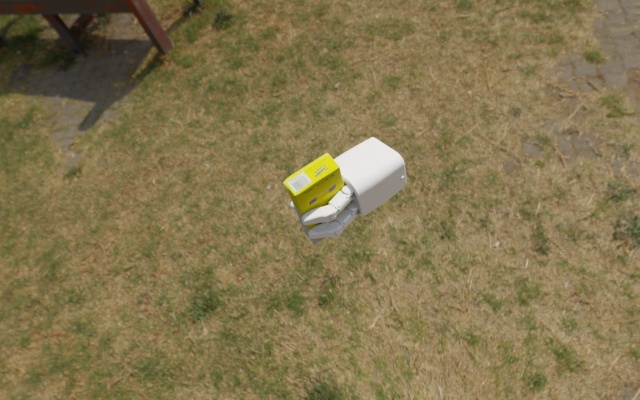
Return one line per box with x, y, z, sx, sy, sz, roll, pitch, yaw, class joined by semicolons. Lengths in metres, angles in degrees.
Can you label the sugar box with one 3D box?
0.001;0.003;0.857;0.093;0.048;0.176;-33;-35;-9;sugar box
